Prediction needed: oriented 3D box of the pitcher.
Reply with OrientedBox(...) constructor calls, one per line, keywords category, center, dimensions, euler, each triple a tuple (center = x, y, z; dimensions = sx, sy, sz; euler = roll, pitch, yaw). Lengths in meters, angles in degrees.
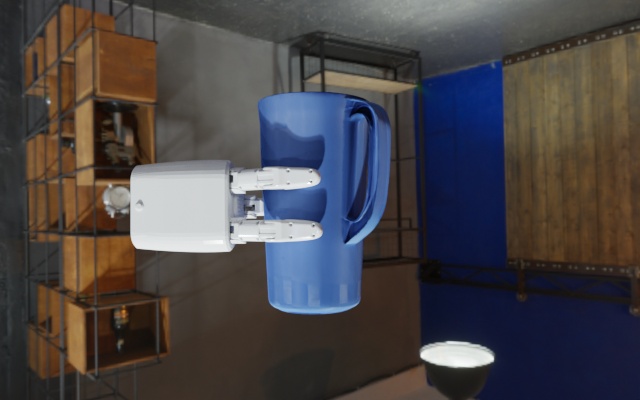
OrientedBox(category="pitcher", center=(0.000, 0.002, 0.550), dimensions=(0.145, 0.243, 0.149), euler=(0, -1, 0))
